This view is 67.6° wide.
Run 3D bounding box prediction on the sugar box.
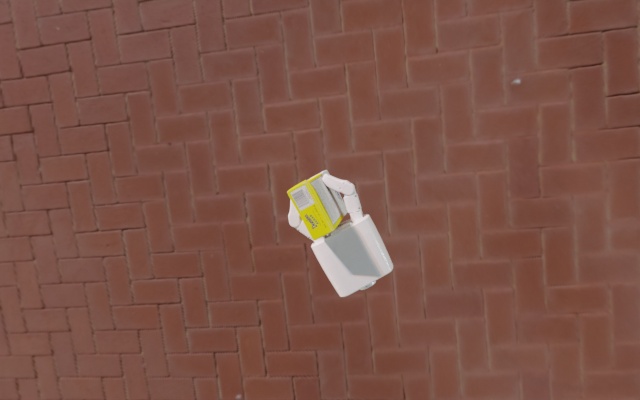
[{"bbox_3d":[0.000,0.003,0.837,0.048,0.093,0.176,-27,2,11],"label":"sugar box"}]
